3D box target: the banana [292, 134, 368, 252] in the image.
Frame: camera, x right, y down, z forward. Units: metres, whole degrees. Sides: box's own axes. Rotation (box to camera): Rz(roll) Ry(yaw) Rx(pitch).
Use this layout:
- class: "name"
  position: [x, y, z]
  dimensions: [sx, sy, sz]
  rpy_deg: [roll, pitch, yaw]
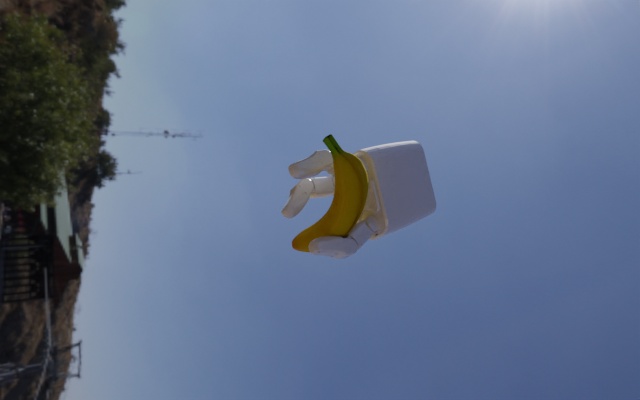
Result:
- class: "banana"
  position: [0.014, 0.011, 0.571]
  dimensions: [0.069, 0.198, 0.037]
  rpy_deg: [40, 47, 19]
